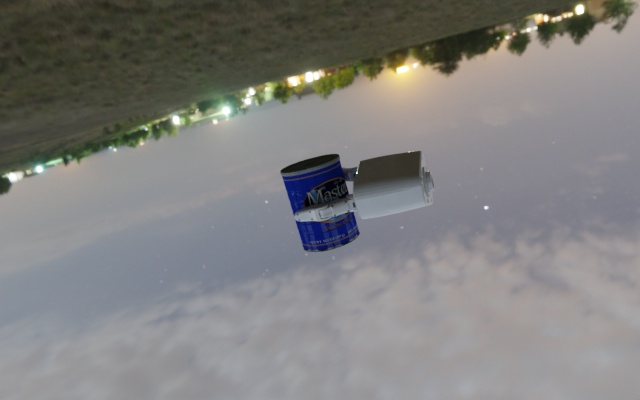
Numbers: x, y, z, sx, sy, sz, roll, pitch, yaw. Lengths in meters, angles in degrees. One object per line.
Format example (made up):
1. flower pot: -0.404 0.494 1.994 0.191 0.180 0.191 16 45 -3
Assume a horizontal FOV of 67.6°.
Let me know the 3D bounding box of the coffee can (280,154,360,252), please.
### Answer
1. coffee can: 0.000 0.003 0.810 0.103 0.140 0.102 -15 13 4
